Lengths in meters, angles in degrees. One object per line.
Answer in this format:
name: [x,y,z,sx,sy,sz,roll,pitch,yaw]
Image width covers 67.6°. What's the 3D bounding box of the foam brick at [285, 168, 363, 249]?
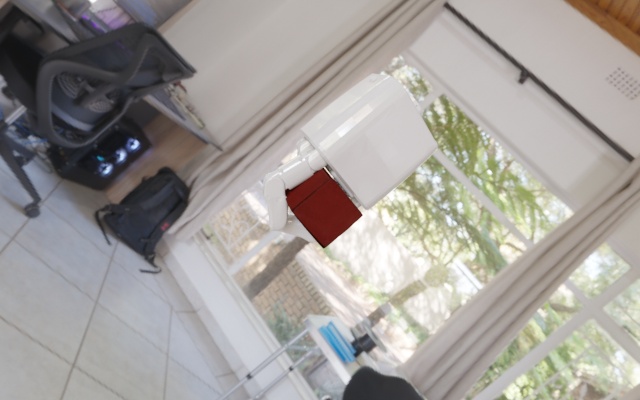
foam brick: [0.000,0.002,0.483,0.051,0.053,0.078,-39,20,2]
